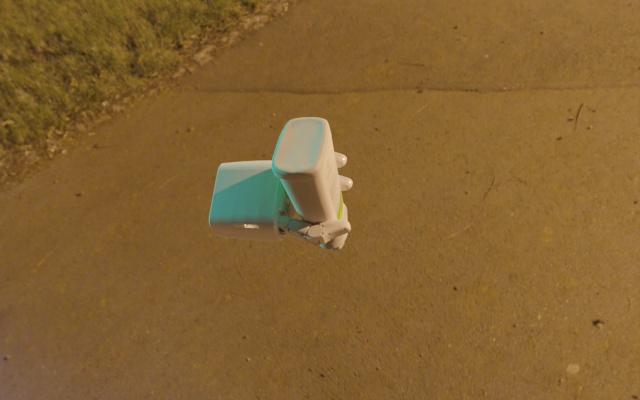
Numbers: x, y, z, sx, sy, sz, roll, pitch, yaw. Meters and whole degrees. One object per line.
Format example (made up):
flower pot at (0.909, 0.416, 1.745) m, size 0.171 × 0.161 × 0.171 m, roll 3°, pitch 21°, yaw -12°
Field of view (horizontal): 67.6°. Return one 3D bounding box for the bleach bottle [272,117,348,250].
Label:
bleach bottle at (0.000, 0.002, 0.690) m, size 0.068 × 0.102 × 0.251 m, roll 2°, pitch -36°, yaw 15°
